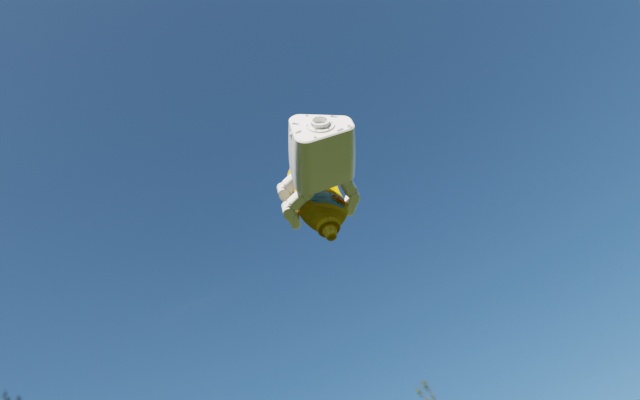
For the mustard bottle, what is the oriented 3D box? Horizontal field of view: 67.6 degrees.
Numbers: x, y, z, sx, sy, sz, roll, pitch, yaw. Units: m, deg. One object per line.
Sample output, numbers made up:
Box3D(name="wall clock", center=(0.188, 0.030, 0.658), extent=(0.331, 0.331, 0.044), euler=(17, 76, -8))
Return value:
Box3D(name="mustard bottle", center=(0.000, 0.003, 0.882), extent=(0.096, 0.058, 0.191), euler=(12, 34, -24))
